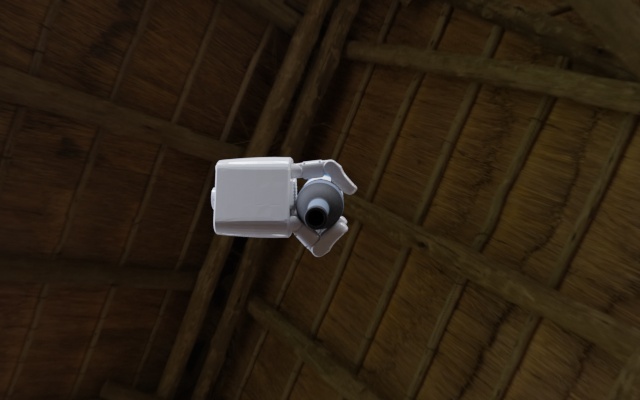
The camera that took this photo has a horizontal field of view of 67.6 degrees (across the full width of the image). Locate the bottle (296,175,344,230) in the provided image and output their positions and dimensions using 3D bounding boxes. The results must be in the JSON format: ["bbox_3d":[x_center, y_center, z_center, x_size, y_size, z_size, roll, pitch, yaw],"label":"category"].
[{"bbox_3d":[0.000,0.002,0.693,0.069,0.069,0.295,0,7,2],"label":"bottle"}]
